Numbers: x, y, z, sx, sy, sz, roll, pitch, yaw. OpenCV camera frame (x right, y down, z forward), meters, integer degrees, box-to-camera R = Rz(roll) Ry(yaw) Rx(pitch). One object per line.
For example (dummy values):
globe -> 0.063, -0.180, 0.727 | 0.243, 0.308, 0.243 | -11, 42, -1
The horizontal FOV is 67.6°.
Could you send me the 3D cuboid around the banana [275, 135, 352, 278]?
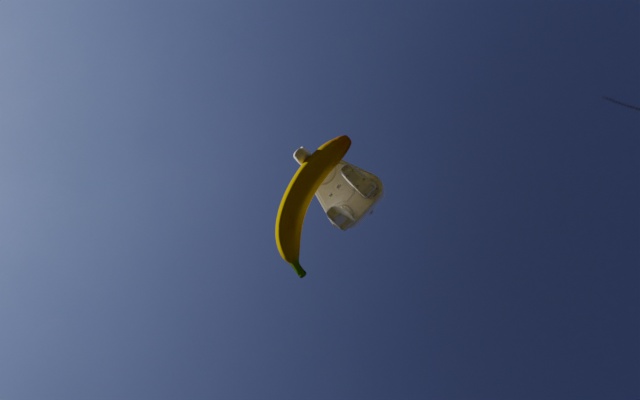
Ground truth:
banana -> -0.018, 0.000, 0.646 | 0.069, 0.198, 0.037 | 18, -1, 16
